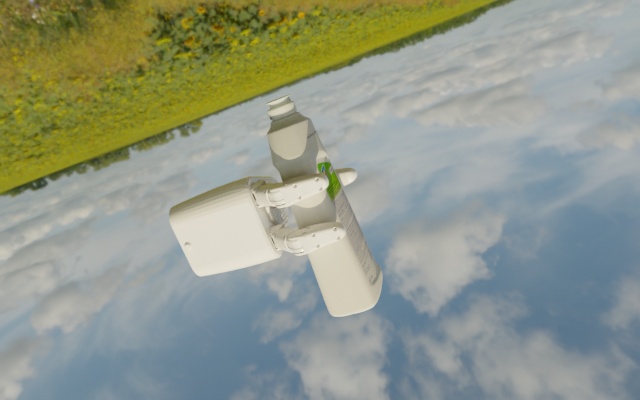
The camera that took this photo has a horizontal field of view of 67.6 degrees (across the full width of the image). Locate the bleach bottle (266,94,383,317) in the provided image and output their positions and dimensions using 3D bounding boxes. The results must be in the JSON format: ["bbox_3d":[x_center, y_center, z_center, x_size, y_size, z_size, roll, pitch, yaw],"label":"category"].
[{"bbox_3d":[0.000,0.002,0.549,0.068,0.251,0.102,-17,15,15],"label":"bleach bottle"}]
